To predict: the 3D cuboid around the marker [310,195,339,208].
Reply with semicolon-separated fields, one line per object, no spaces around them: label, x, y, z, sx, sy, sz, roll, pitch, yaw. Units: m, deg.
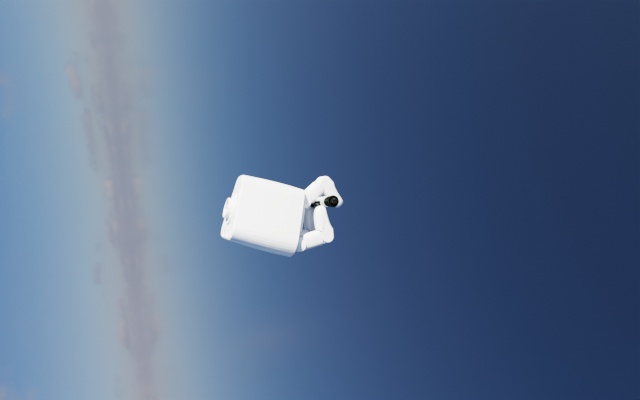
marker;0.000;0.003;0.791;0.020;0.020;0.121;0;-1;-21
